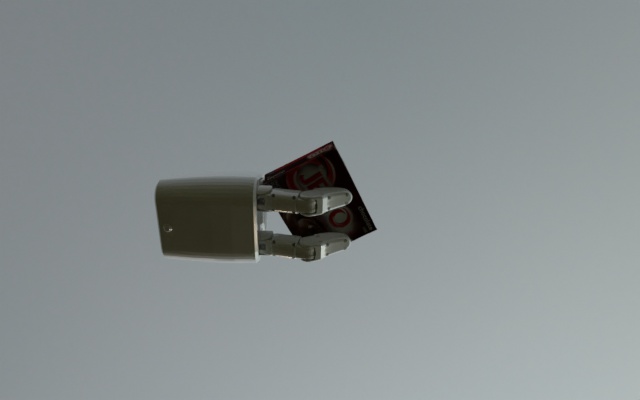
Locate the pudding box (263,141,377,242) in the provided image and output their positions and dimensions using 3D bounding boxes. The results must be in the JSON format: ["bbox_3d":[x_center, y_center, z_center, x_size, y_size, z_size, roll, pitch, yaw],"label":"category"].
[{"bbox_3d":[0.000,0.002,0.545,0.090,0.113,0.039,-26,23,7],"label":"pudding box"}]
